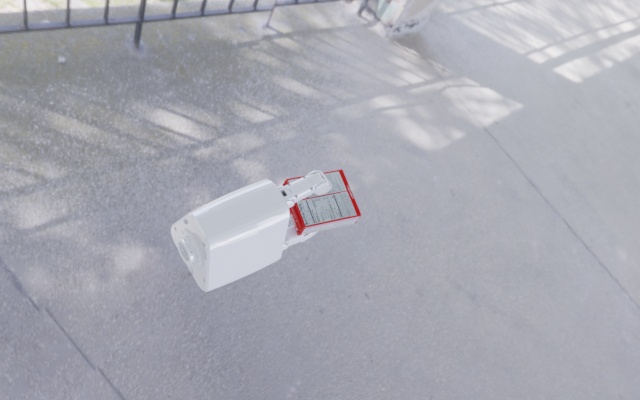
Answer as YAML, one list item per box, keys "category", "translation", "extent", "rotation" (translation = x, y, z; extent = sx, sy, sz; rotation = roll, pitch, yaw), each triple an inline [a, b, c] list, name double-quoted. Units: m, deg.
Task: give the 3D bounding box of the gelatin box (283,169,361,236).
- category: "gelatin box"
  translation: [0.001, 0.002, 0.636]
  extent: [0.089, 0.073, 0.030]
  rotation: [-11, -23, -25]
